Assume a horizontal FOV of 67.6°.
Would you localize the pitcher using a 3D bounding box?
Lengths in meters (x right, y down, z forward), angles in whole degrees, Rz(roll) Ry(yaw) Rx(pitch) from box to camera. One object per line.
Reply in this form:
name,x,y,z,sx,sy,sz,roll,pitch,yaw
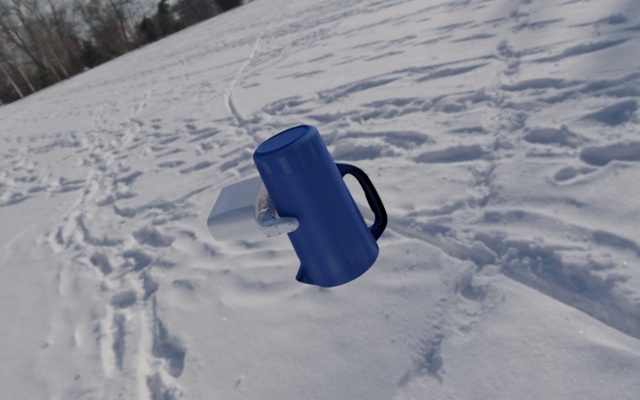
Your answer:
pitcher,0.000,0.003,0.764,0.145,0.243,0.149,-12,26,28
